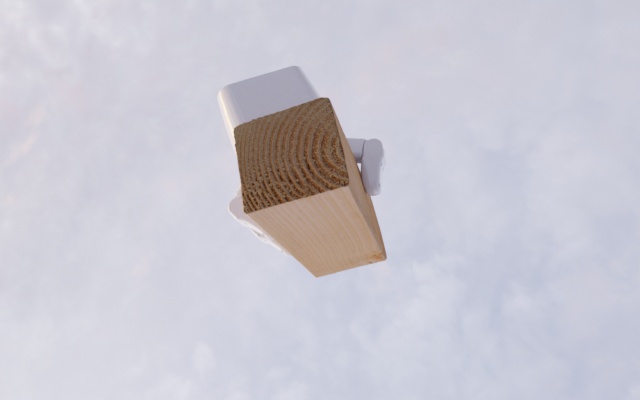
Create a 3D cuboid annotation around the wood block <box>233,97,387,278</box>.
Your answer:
[{"bbox_3d":[0.000,0.001,0.480,0.091,0.090,0.206,-17,-26,9],"label":"wood block"}]
